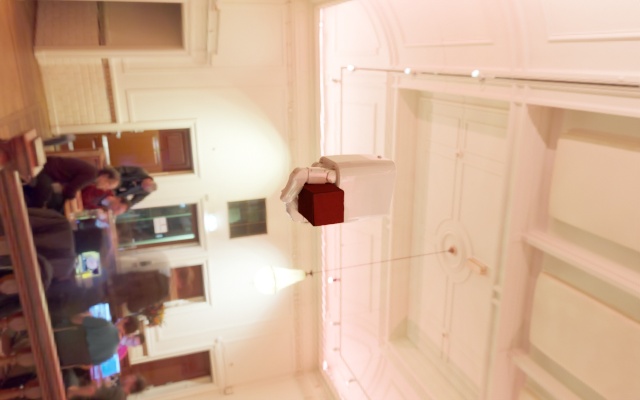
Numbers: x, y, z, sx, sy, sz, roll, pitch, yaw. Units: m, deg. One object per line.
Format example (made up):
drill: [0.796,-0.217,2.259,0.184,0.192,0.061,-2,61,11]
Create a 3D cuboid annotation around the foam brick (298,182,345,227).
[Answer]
foam brick: [0.000,0.003,0.738,0.051,0.053,0.078,-5,17,-19]
